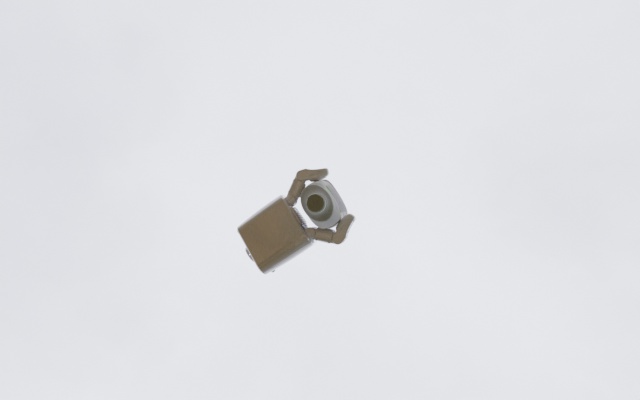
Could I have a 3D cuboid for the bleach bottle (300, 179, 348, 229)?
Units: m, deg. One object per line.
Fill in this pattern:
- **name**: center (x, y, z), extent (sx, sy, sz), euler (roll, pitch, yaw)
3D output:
- **bleach bottle**: center (0.000, 0.003, 0.869), extent (0.068, 0.102, 0.251), euler (-34, -6, 3)
